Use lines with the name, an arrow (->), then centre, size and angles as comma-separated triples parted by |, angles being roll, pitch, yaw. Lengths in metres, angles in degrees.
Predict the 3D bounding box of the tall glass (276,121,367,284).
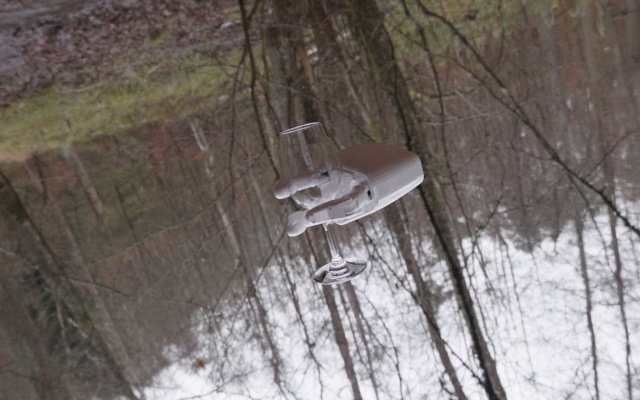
tall glass -> 0.000, 0.003, 0.621 | 0.079, 0.201, 0.079 | -15, 13, 4
